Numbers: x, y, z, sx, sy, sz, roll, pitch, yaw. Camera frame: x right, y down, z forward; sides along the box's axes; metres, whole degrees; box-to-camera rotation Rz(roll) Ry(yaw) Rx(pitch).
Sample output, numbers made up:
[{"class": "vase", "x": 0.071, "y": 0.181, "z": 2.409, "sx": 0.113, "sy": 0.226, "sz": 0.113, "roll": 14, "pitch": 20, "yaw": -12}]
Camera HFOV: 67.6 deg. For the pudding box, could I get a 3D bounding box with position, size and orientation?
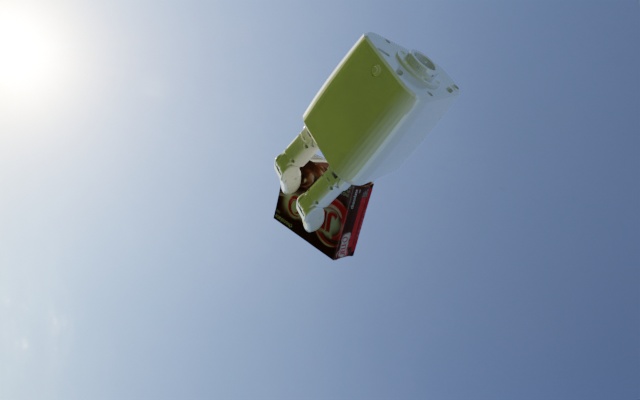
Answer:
[{"class": "pudding box", "x": 0.000, "y": 0.002, "z": 0.541, "sx": 0.039, "sy": 0.090, "sz": 0.113, "roll": -3, "pitch": 25, "yaw": -42}]
